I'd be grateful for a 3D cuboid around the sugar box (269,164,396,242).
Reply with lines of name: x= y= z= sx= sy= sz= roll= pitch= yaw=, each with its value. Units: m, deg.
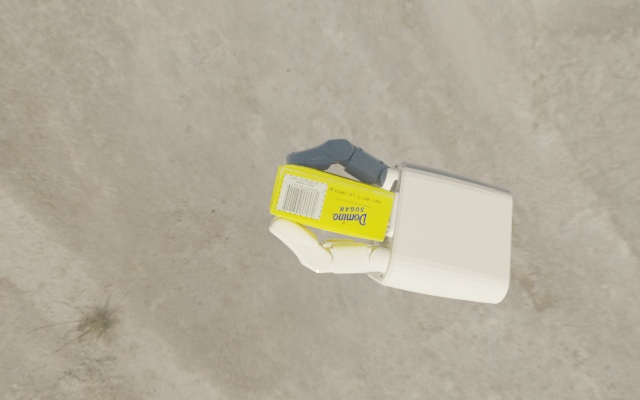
sugar box: x=0.000 y=0.002 z=0.446 sx=0.093 sy=0.048 sz=0.176 roll=15 pitch=-4 yaw=-5
